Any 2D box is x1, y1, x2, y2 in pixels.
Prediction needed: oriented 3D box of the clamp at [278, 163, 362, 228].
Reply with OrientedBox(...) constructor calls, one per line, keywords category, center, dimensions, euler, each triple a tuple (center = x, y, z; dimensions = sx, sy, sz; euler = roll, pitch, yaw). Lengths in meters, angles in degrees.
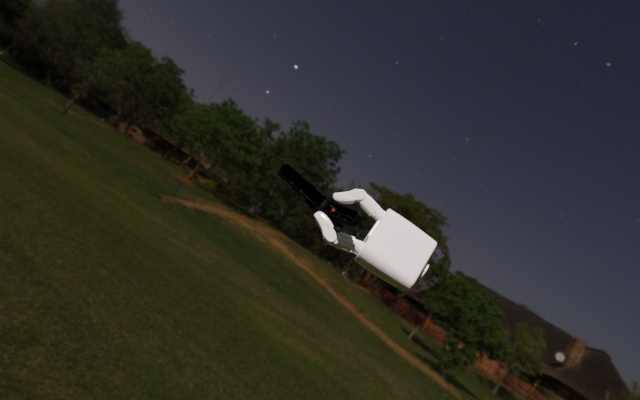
OrientedBox(category="clamp", center=(0.001, 0.002, 0.864), dimensions=(0.164, 0.036, 0.210), euler=(36, -6, 7))
